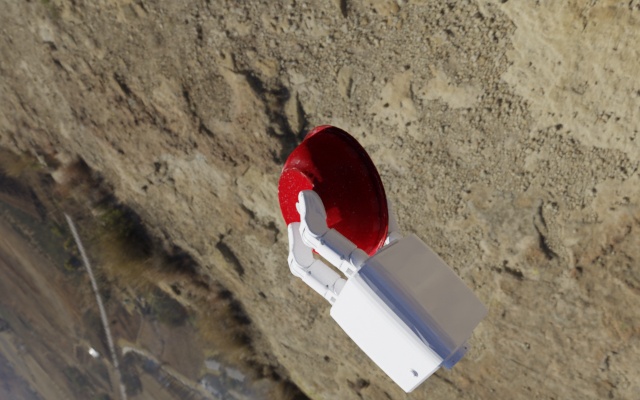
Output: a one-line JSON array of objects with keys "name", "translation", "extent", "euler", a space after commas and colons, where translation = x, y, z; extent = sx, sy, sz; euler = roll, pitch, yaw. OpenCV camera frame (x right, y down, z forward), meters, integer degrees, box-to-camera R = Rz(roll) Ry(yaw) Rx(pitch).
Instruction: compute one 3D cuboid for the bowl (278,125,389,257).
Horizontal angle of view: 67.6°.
[{"name": "bowl", "translation": [-0.001, 0.001, 0.526], "extent": [0.055, 0.162, 0.162], "euler": [-20, 10, -31]}]
